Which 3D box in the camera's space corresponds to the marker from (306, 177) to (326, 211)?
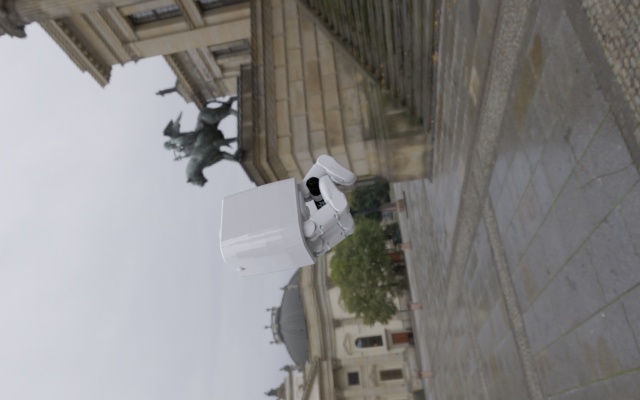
[{"bbox_3d":[0.000,0.002,0.663,0.020,0.020,0.121,0,-27,12],"label":"marker"}]
